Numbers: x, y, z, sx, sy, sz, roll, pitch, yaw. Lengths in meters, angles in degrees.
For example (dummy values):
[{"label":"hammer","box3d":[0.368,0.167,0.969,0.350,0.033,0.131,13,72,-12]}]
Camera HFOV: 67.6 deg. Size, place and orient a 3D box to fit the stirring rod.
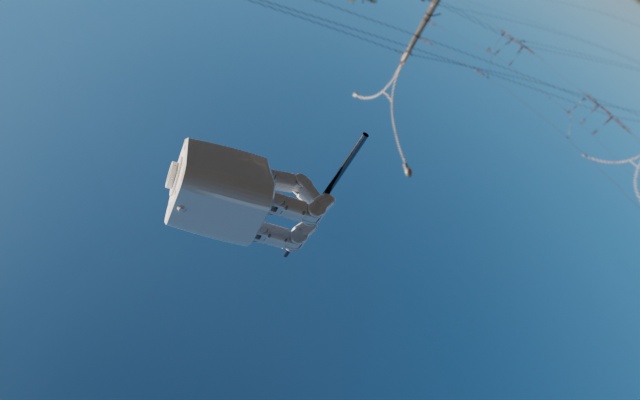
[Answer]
[{"label":"stirring rod","box3d":[0.000,0.002,0.625,0.011,0.011,0.240,0,-40,-35]}]
